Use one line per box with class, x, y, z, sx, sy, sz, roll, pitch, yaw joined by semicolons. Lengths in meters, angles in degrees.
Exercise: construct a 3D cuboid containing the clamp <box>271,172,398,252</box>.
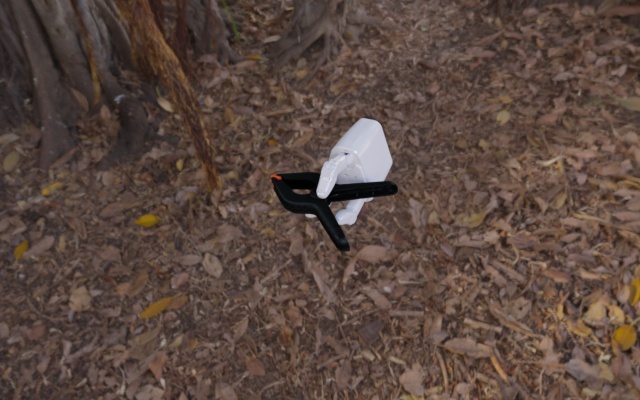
clamp;0.000;0.002;0.774;0.210;0.036;0.164;14;44;24
